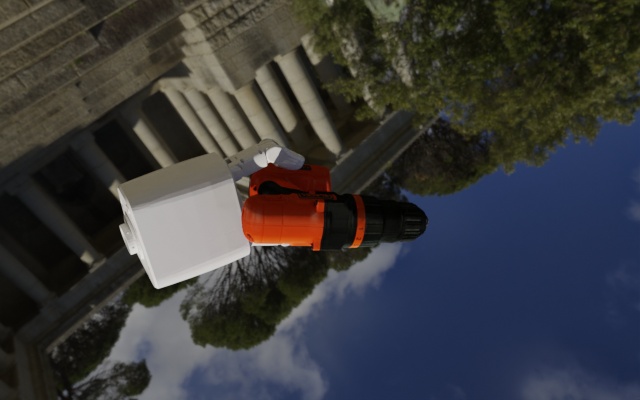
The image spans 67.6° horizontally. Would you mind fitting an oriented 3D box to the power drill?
[{"bbox_3d":[0.000,0.002,0.522,0.184,0.057,0.187,4,12,-16],"label":"power drill"}]
